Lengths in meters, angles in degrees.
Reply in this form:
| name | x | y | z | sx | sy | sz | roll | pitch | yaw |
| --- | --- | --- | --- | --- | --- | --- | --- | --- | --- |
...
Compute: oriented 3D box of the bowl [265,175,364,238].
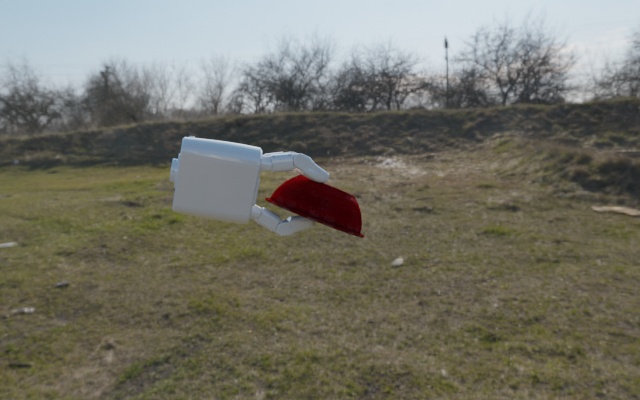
| name | x | y | z | sx | sy | sz | roll | pitch | yaw |
| --- | --- | --- | --- | --- | --- | --- | --- | --- | --- |
| bowl | 0.001 | 0.002 | 0.726 | 0.162 | 0.055 | 0.162 | 22 | 0 | 0 |
